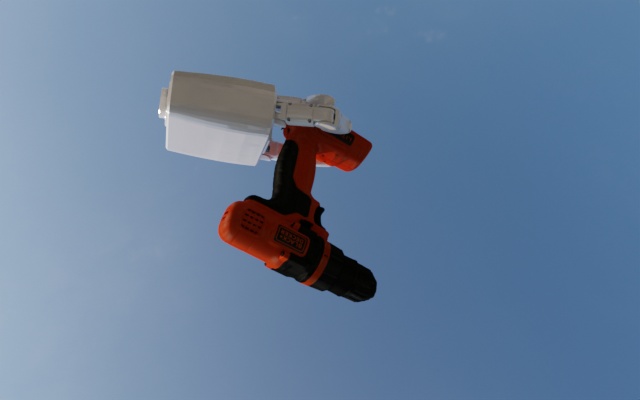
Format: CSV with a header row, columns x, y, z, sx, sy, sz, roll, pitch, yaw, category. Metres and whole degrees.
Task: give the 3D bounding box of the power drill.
x,y,z,sx,sy,sz,roll,pitch,yaw,category
0.000,0.001,0.529,0.184,0.187,0.057,30,-33,-20,power drill
